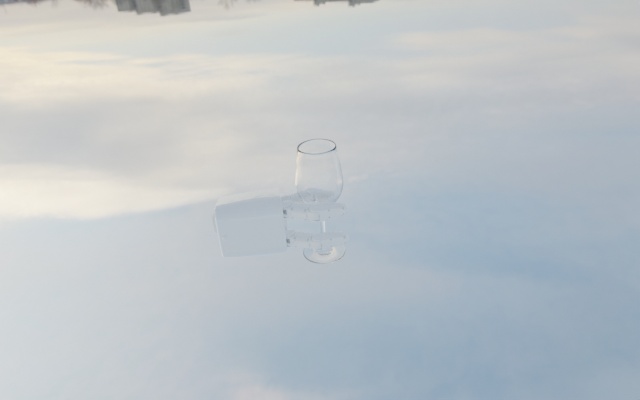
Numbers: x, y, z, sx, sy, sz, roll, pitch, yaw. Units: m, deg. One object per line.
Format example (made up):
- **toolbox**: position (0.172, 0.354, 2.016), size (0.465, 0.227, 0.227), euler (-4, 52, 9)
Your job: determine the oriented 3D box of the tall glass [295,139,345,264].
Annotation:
- **tall glass**: position (0.000, 0.003, 0.790), size (0.079, 0.201, 0.079), euler (-3, 29, 2)
